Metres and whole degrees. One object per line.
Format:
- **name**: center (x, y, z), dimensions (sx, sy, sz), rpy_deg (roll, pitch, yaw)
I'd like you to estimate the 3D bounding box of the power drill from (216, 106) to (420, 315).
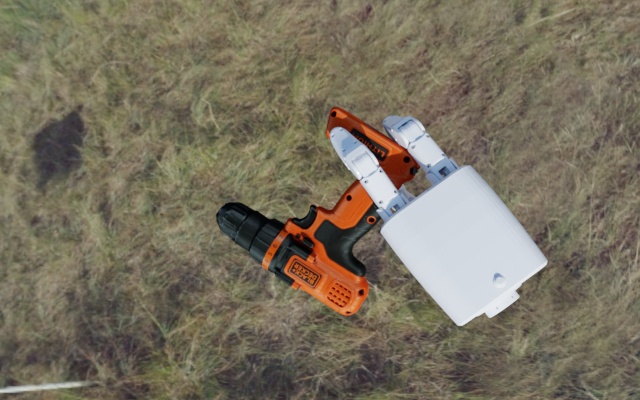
- **power drill**: center (0.001, 0.001, 0.498), dimensions (0.184, 0.188, 0.057), rpy_deg (32, 14, 7)
